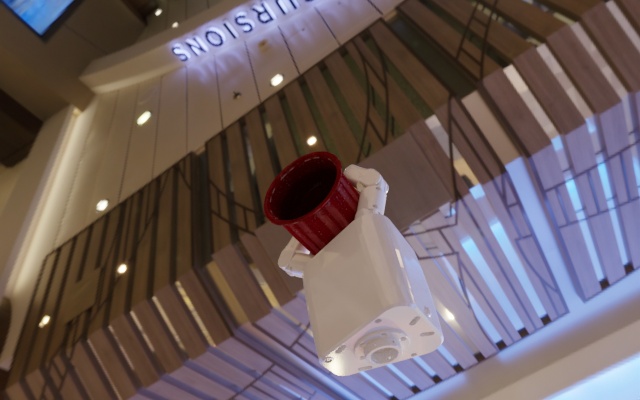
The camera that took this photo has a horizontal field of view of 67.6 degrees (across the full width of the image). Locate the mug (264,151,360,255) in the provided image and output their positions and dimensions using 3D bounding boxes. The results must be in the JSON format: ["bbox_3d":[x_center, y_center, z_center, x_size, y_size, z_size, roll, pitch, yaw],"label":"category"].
[{"bbox_3d":[0.000,0.001,0.511,0.093,0.117,0.081,-29,-50,16],"label":"mug"}]
